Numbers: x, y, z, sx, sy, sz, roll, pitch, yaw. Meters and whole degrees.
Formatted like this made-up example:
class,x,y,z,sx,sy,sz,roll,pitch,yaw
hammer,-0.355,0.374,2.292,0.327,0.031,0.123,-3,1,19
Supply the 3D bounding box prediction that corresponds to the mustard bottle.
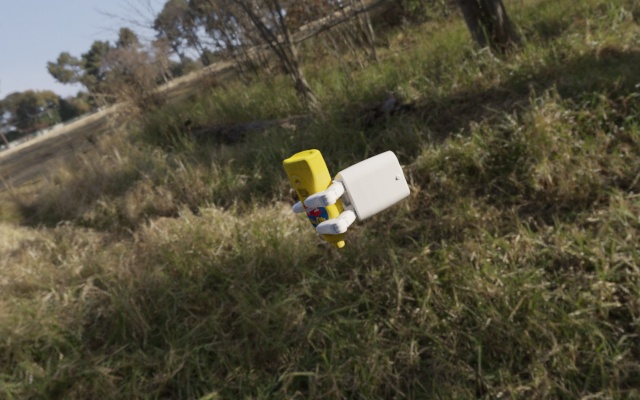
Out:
class,x,y,z,sx,sy,sz,roll,pitch,yaw
mustard bottle,0.000,0.003,0.890,0.058,0.192,0.096,-33,17,-29
